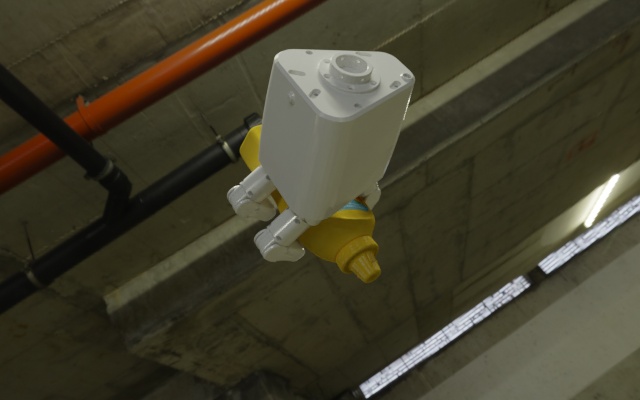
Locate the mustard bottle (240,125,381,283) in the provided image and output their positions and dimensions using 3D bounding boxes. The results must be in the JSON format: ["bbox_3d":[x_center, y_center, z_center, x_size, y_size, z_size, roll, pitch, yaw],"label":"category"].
[{"bbox_3d":[0.000,0.002,0.476,0.096,0.058,0.191,2,42,-46],"label":"mustard bottle"}]
